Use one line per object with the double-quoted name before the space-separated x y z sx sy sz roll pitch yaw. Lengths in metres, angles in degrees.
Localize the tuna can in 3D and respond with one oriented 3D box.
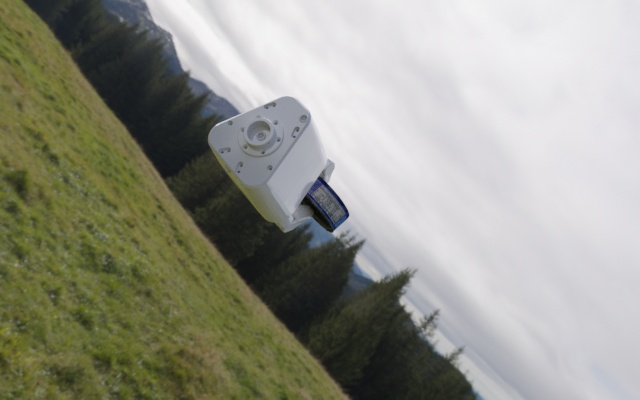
"tuna can" 0.001 0.002 0.660 0.033 0.086 0.086 -41 9 -10
